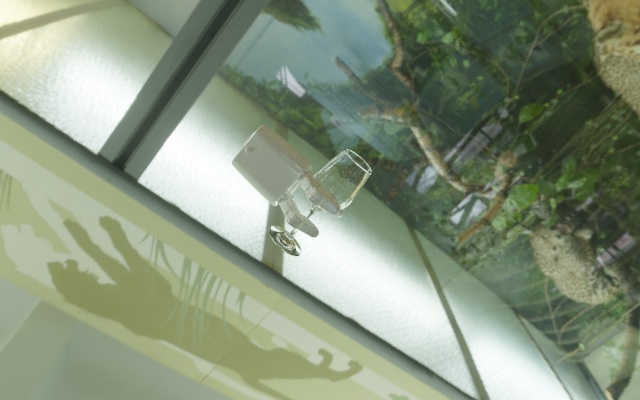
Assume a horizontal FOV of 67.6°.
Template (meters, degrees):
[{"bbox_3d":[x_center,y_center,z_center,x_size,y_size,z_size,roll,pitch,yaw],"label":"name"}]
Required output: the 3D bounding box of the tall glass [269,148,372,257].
[{"bbox_3d":[0.000,0.003,0.825,0.201,0.079,0.079,-47,-19,18],"label":"tall glass"}]
